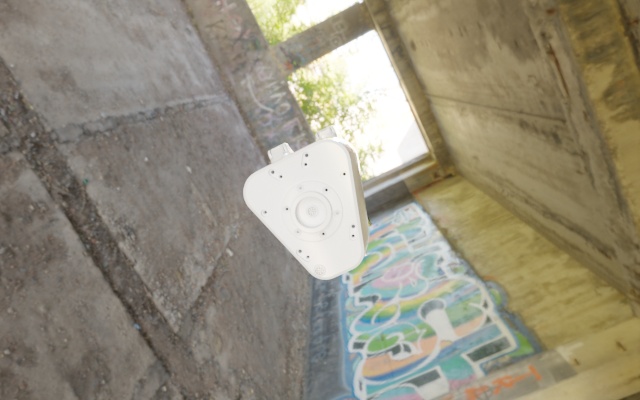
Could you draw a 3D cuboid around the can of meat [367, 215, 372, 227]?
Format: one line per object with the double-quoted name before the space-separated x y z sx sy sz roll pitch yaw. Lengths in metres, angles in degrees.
"can of meat" 0.000 0.002 0.538 0.084 0.102 0.057 -25 -1 8
